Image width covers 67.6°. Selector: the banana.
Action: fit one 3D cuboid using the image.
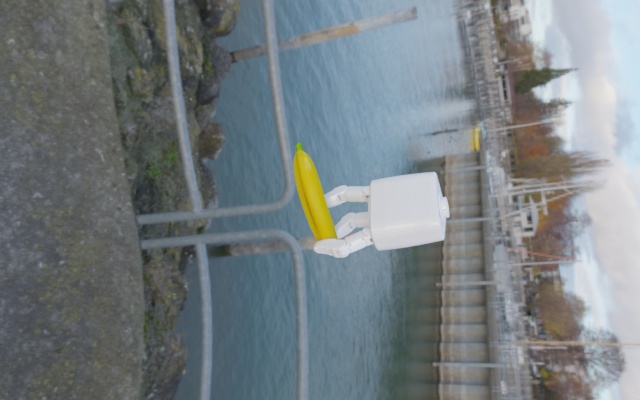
[{"bbox_3d":[-0.006,0.004,0.772,0.037,0.198,0.069,-13,12,18],"label":"banana"}]
